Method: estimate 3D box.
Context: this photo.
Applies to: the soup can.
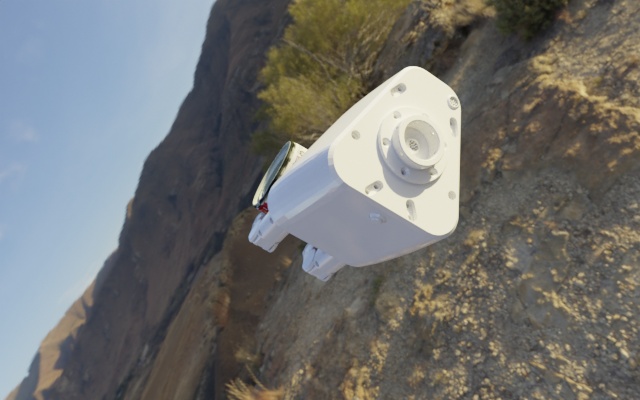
[{"bbox_3d":[0.000,0.001,0.423,0.102,0.068,0.068,30,-8,-14],"label":"soup can"}]
